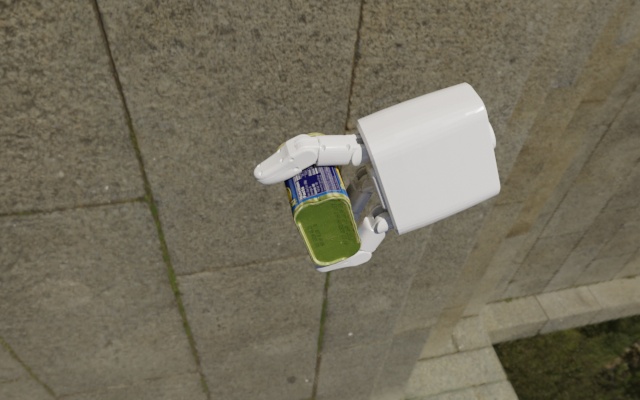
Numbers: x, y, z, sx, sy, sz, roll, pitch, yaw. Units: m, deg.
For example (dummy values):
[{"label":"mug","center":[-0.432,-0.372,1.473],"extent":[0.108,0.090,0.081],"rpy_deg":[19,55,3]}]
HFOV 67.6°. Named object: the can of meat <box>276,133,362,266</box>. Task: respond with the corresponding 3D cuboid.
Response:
[{"label":"can of meat","center":[0.000,0.002,0.460],"extent":[0.057,0.084,0.102],"rpy_deg":[-19,-42,2]}]
